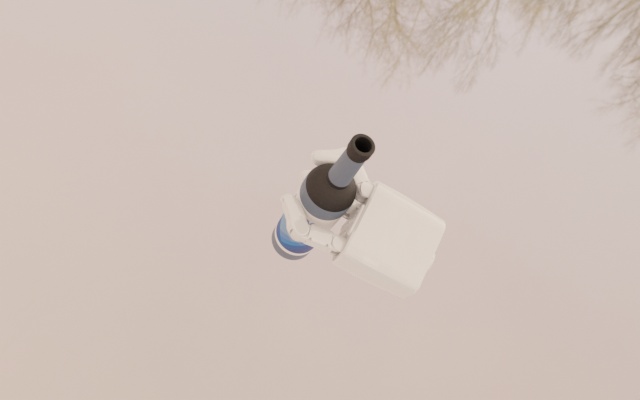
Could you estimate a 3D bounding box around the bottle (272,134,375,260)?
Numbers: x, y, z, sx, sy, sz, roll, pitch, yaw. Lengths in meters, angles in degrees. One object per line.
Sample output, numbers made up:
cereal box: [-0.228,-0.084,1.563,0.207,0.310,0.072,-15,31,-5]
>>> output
bottle: [0.000,0.002,0.619,0.069,0.069,0.296,0,-24,-19]
